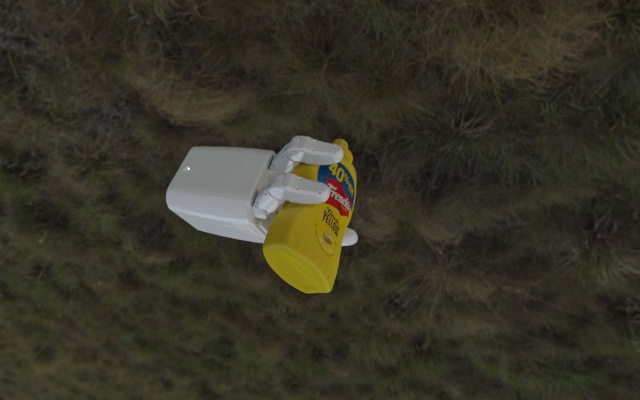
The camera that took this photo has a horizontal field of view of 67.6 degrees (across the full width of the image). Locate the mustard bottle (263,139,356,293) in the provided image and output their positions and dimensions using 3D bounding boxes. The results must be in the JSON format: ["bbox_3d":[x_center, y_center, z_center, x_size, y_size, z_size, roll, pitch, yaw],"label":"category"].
[{"bbox_3d":[0.000,0.002,0.545,0.058,0.191,0.096,-10,-45,34],"label":"mustard bottle"}]
